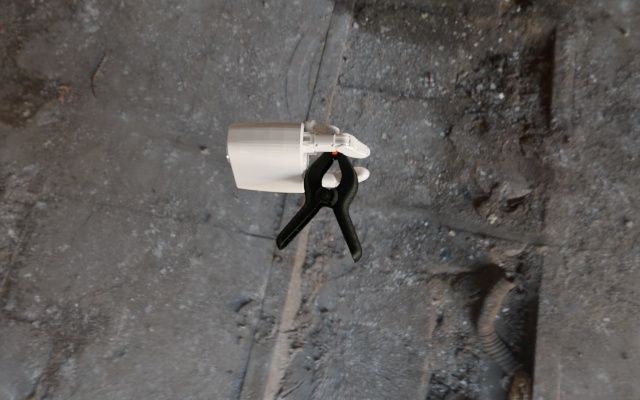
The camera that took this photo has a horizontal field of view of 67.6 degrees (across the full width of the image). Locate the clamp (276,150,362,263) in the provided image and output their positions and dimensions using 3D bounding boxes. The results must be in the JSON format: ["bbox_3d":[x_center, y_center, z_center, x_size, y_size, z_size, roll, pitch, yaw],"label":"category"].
[{"bbox_3d":[0.000,0.002,0.676,0.120,0.171,0.039,2,-18,2],"label":"clamp"}]
